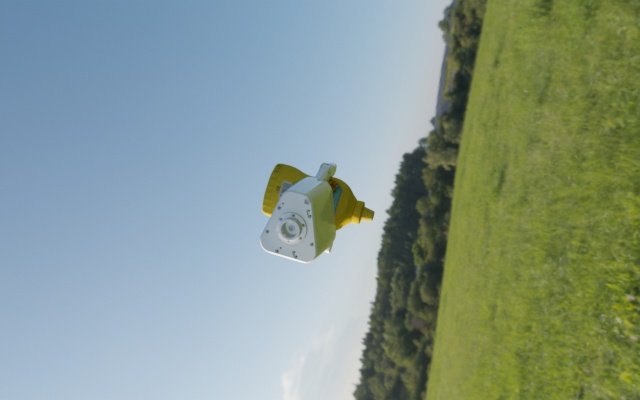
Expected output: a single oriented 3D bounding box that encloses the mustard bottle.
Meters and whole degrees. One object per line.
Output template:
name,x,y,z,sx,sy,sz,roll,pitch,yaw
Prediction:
mustard bottle,0.000,0.003,0.836,0.191,0.096,0.058,15,-9,12
